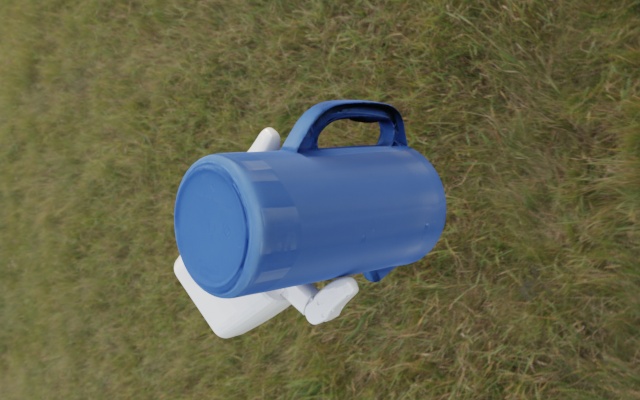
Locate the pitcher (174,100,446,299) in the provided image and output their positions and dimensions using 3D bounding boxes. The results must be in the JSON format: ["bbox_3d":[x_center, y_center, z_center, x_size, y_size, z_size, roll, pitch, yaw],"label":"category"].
[{"bbox_3d":[0.000,0.002,0.433,0.243,0.149,0.145,-5,-28,-48],"label":"pitcher"}]
